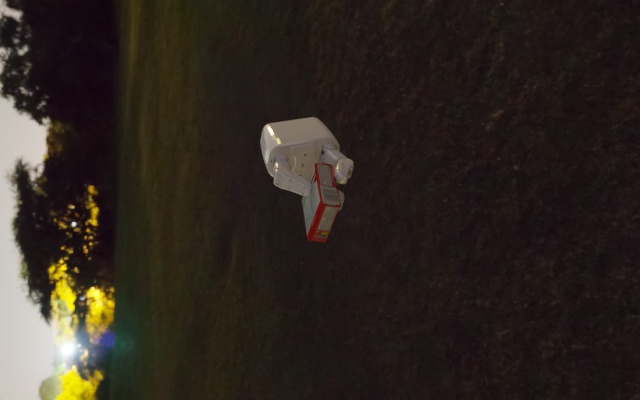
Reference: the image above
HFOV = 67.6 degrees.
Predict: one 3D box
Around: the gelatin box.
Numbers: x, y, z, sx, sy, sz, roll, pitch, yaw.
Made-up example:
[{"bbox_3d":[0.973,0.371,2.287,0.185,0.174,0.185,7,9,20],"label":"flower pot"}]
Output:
[{"bbox_3d":[0.000,0.002,0.669,0.030,0.073,0.089,8,40,-16],"label":"gelatin box"}]
